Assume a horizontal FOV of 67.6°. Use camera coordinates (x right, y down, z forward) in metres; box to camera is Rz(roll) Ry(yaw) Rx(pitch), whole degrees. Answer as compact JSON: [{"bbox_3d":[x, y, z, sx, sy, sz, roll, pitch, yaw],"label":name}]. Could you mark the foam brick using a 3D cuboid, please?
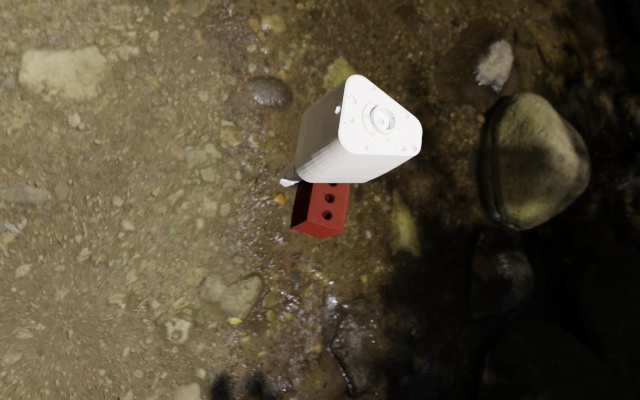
[{"bbox_3d":[0.000,0.002,0.606,0.053,0.078,0.051,17,-20,-24],"label":"foam brick"}]
